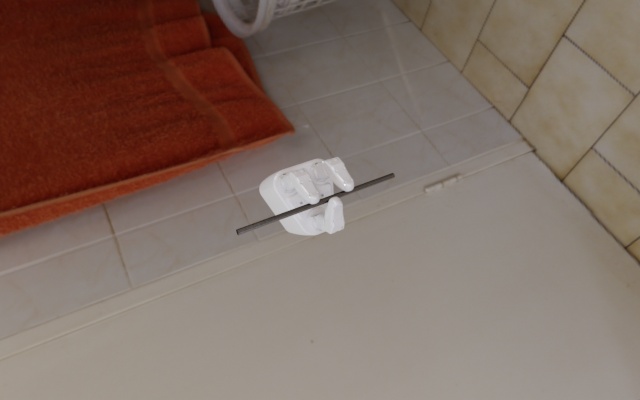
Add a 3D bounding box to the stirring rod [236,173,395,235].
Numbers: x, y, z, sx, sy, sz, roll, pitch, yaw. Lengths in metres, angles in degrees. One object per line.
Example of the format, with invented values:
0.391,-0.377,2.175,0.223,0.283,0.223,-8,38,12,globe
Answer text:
0.000,0.002,0.646,0.239,0.011,0.011,-20,8,-21,stirring rod
